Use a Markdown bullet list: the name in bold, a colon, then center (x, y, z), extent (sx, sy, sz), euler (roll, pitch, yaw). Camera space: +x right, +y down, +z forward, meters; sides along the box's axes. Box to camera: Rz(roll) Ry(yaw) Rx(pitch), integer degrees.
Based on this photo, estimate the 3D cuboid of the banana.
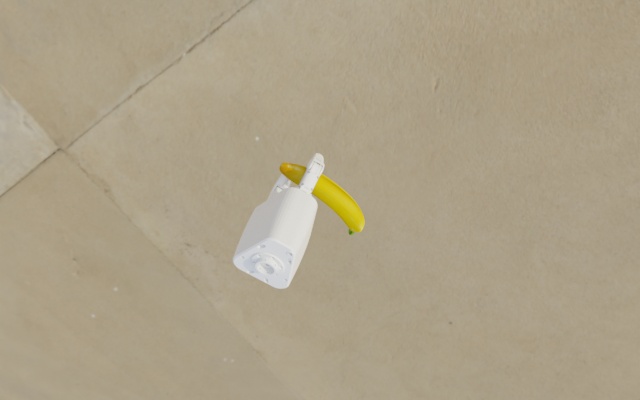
- **banana**: center (0.016, 0.000, 0.793), extent (0.069, 0.037, 0.198), euler (-19, -52, 39)
